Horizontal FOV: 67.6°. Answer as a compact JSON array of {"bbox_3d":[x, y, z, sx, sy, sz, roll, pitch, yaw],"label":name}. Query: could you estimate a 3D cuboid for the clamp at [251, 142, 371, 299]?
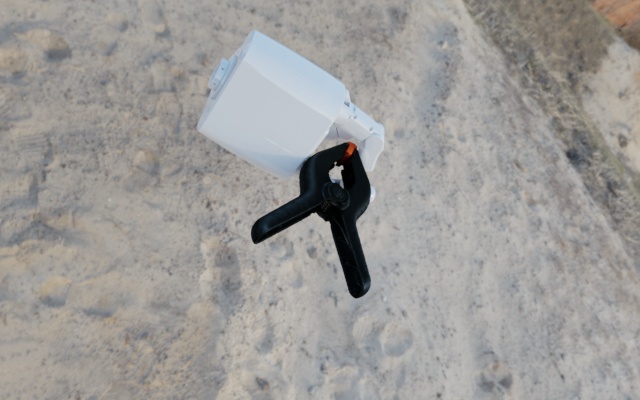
[{"bbox_3d":[0.001,0.001,0.466,0.120,0.171,0.039,28,-45,-23],"label":"clamp"}]
